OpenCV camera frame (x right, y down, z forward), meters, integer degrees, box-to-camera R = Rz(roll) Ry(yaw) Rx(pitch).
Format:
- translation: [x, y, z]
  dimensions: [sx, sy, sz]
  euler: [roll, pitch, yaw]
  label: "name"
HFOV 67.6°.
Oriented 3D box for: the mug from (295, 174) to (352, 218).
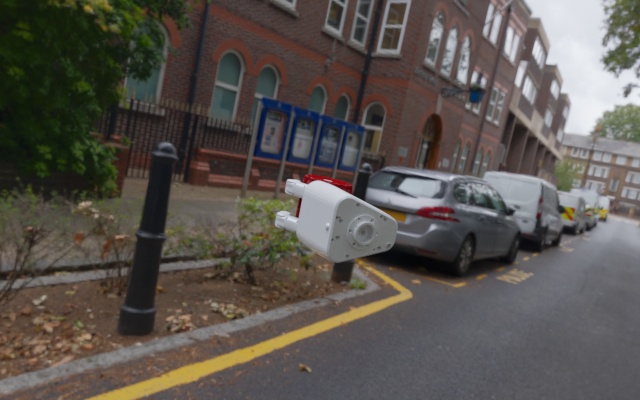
- translation: [0.000, 0.002, 0.791]
  dimensions: [0.093, 0.081, 0.117]
  euler: [9, 8, -27]
  label: "mug"
